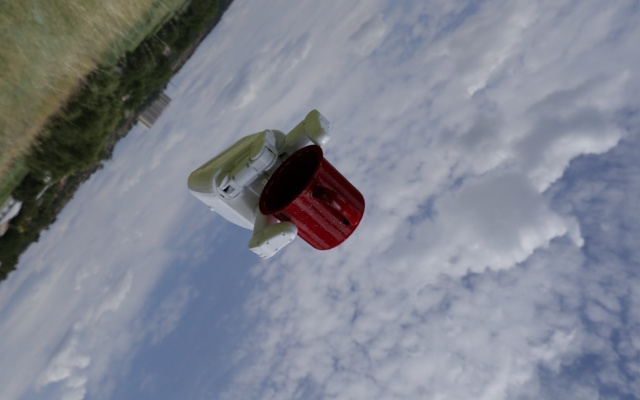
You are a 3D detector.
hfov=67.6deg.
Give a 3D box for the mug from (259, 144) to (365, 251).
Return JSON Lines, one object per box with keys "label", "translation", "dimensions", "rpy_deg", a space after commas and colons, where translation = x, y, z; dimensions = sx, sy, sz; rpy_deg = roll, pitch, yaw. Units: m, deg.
{"label": "mug", "translation": [0.001, 0.002, 0.506], "dimensions": [0.081, 0.093, 0.117], "rpy_deg": [41, -15, -27]}
